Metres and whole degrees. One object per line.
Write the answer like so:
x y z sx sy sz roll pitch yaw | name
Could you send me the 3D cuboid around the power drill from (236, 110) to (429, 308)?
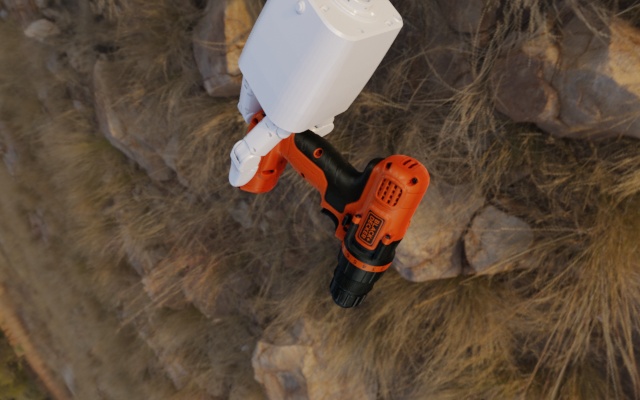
0.000 0.001 0.489 0.187 0.184 0.057 35 34 18 | power drill
